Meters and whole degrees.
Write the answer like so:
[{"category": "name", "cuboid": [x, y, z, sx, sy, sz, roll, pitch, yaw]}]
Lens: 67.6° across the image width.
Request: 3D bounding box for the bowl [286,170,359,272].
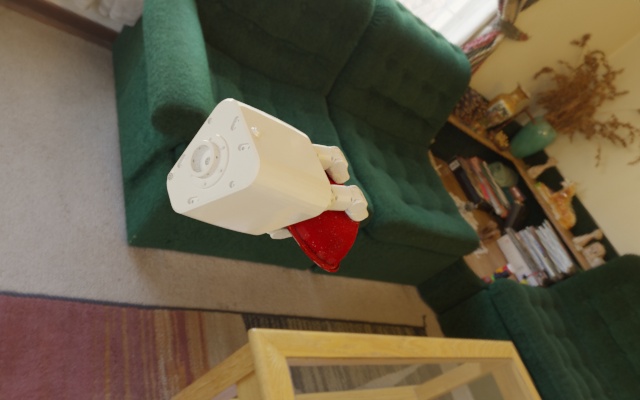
[{"category": "bowl", "cuboid": [0.001, 0.002, 0.573, 0.055, 0.162, 0.162, -31, -8, 13]}]
